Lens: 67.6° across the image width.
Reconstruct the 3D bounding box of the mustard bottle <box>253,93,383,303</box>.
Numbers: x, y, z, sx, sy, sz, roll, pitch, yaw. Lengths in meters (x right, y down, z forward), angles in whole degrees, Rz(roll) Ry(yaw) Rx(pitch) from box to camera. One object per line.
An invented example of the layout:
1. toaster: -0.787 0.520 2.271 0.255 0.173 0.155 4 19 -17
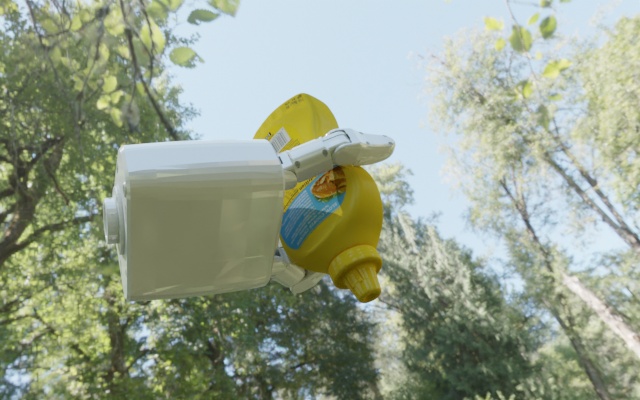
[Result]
1. mustard bottle: 0.000 0.001 0.401 0.058 0.191 0.096 19 -57 -45
